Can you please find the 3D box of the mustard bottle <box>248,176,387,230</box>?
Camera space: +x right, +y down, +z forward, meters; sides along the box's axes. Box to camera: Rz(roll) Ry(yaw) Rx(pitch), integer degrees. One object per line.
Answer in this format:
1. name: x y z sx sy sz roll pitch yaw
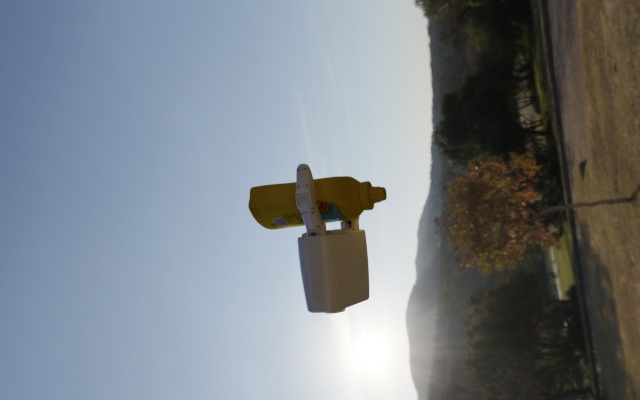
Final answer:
1. mustard bottle: 0.000 0.002 0.688 0.191 0.058 0.096 -7 -27 20
